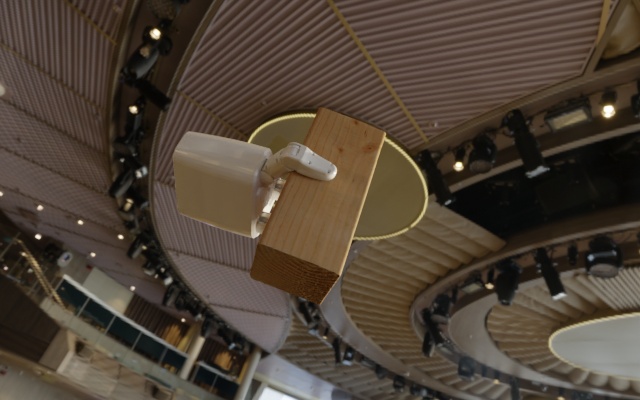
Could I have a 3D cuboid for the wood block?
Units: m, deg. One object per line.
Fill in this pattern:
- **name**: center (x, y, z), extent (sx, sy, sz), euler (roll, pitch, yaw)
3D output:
- **wood block**: center (0.000, 0.001, 0.563), extent (0.090, 0.206, 0.091), euler (22, -34, -1)
